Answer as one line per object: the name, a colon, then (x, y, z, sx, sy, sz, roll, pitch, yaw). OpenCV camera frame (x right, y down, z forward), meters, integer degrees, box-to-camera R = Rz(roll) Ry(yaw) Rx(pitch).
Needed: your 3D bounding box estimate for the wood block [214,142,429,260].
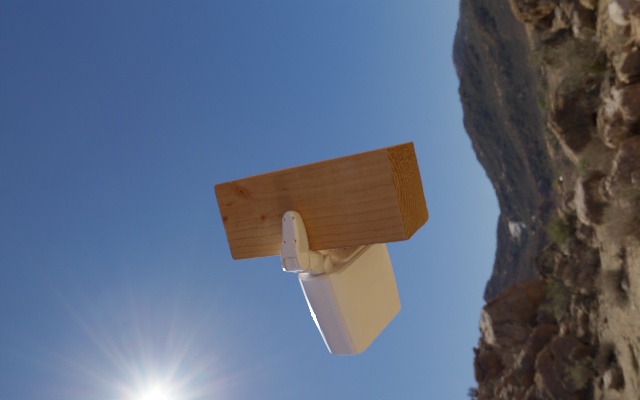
wood block: (0.000, 0.002, 0.522, 0.206, 0.090, 0.091, -10, 7, 27)
